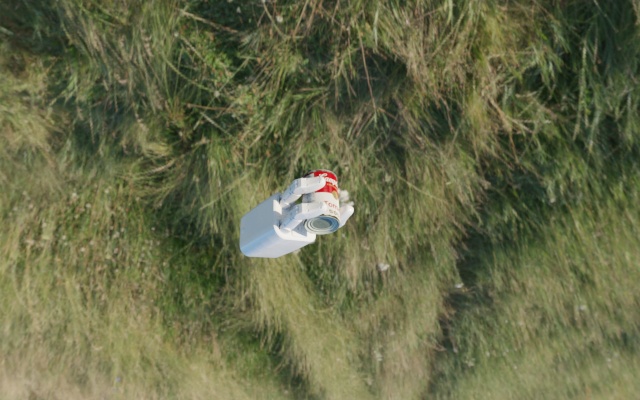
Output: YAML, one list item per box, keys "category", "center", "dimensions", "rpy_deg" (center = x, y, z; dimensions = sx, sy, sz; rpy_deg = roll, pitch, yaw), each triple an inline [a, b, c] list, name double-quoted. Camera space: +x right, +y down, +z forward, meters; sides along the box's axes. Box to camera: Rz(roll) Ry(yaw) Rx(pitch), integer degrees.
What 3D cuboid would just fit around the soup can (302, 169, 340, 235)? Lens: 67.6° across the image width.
- category: "soup can"
  center: [0.001, 0.003, 0.880]
  dimensions: [0.068, 0.102, 0.069]
  rpy_deg: [-2, -34, -1]
